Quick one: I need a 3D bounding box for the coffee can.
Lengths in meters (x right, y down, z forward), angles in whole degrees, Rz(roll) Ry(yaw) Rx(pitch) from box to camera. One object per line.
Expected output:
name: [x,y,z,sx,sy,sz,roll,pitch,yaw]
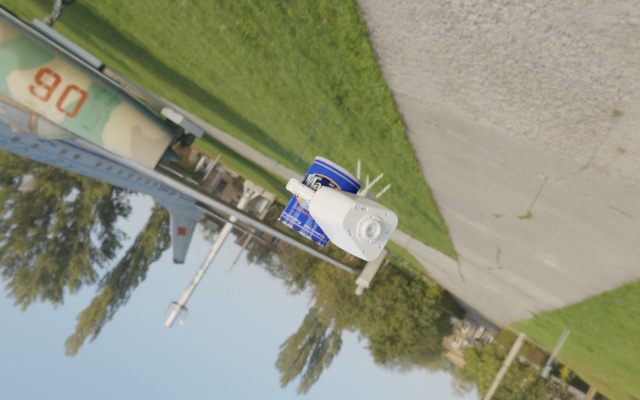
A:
coffee can: [0.000,0.003,0.893,0.103,0.140,0.103,31,-3,2]
